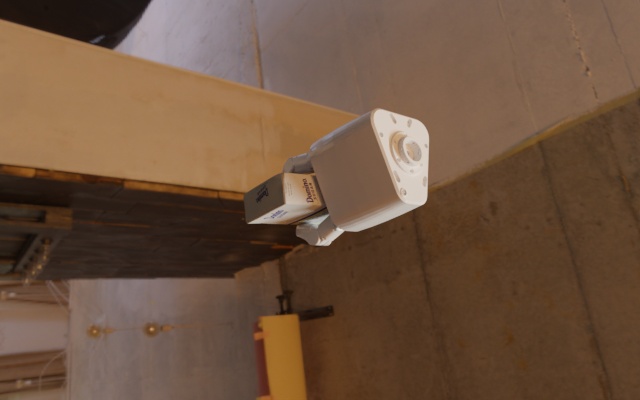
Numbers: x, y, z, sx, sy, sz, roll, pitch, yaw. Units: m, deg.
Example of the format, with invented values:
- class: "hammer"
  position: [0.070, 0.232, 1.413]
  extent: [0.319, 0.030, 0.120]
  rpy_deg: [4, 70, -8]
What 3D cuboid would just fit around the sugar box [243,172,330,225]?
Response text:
- class: "sugar box"
  position: [0.000, 0.001, 0.618]
  extent: [0.176, 0.048, 0.093]
  rpy_deg: [7, -20, -38]
